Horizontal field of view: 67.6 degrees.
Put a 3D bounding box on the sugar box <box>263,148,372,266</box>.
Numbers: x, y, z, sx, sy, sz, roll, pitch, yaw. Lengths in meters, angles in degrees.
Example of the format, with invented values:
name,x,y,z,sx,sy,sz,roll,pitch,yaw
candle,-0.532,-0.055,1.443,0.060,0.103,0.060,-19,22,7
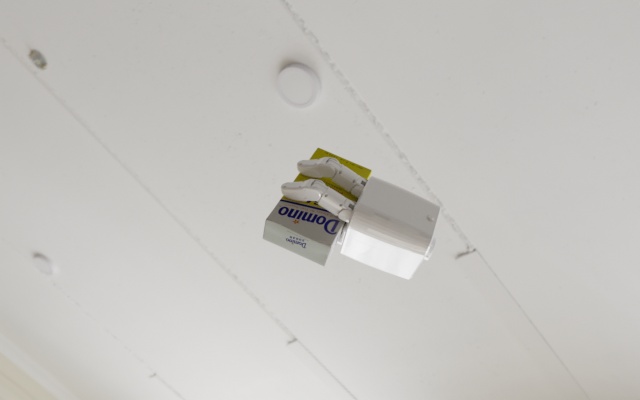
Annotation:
name,x,y,z,sx,sy,sz,roll,pitch,yaw
sugar box,0.000,0.002,0.667,0.093,0.048,0.176,23,42,8
